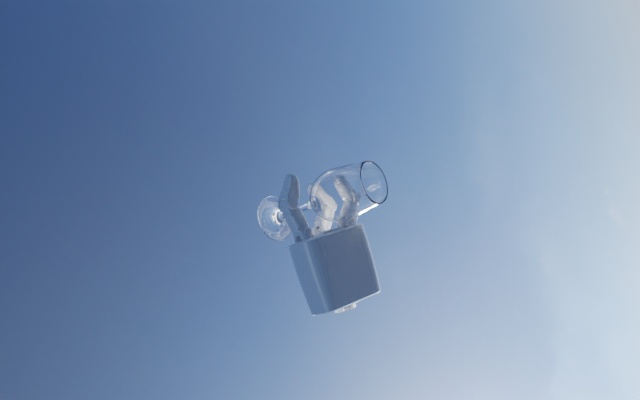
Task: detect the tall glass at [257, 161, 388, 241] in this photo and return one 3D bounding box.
[{"bbox_3d":[0.000,0.002,0.702,0.201,0.079,0.079,-21,-14,39],"label":"tall glass"}]
